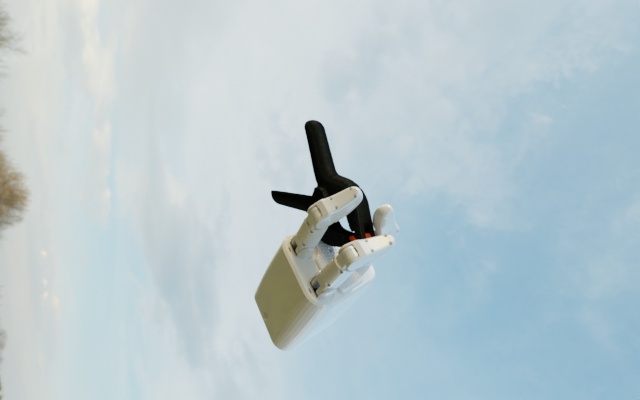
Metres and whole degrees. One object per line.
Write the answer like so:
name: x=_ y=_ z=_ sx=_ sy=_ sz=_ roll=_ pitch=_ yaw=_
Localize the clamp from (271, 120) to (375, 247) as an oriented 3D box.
clamp: x=0.001 y=0.002 z=0.561 sx=0.039 sy=0.171 sz=0.120 roll=-2 pitch=-41 yaw=-37
